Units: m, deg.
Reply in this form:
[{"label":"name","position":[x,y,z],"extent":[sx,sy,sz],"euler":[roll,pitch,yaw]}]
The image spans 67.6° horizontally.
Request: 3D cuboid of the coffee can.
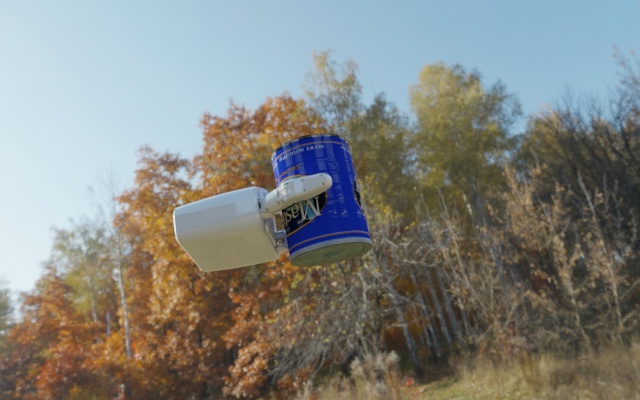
[{"label":"coffee can","position":[0.000,0.002,0.600],"extent":[0.103,0.140,0.103],"euler":[-11,-18,-4]}]
